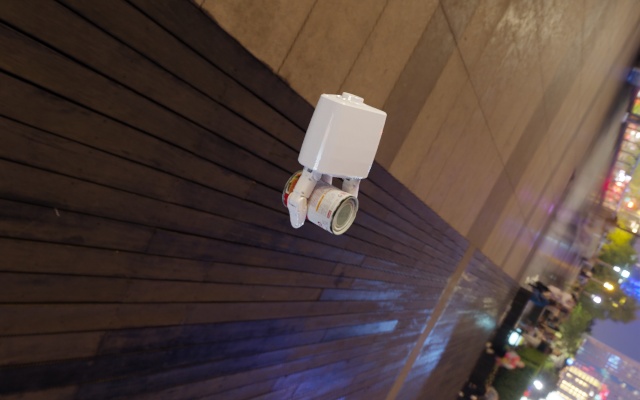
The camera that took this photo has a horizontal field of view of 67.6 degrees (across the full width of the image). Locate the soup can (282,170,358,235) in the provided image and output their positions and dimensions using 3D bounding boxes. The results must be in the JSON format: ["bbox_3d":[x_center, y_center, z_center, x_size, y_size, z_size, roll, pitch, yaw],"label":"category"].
[{"bbox_3d":[0.000,0.003,0.749,0.102,0.068,0.068,29,15,30],"label":"soup can"}]
